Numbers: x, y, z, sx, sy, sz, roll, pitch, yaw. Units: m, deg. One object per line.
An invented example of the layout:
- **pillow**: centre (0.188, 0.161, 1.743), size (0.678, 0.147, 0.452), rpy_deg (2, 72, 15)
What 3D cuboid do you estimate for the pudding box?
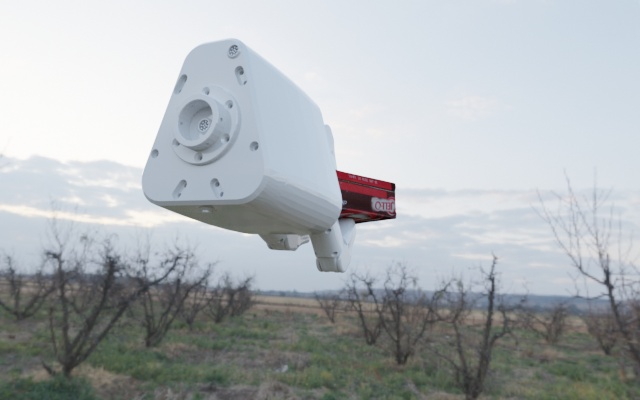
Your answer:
- **pudding box**: centre (0.000, 0.001, 0.443), size (0.090, 0.039, 0.113), rpy_deg (11, -13, -38)
